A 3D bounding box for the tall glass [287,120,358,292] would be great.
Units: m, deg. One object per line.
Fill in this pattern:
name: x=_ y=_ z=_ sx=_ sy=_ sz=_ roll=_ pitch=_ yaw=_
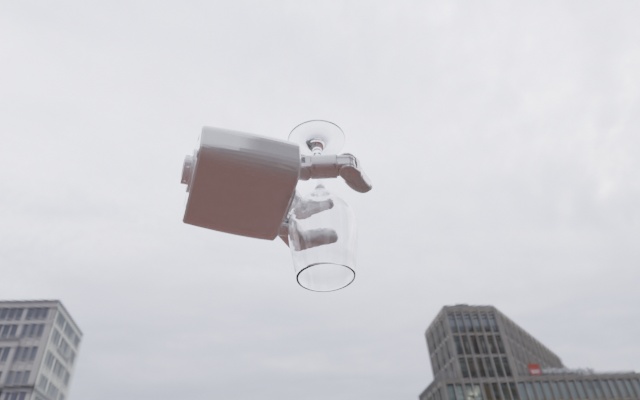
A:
tall glass: x=0.000 y=0.001 z=0.553 sx=0.079 sy=0.200 sz=0.079 roll=-3 pitch=-38 yaw=-2
